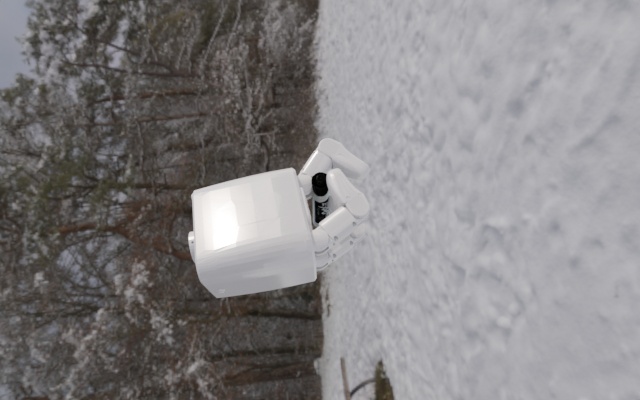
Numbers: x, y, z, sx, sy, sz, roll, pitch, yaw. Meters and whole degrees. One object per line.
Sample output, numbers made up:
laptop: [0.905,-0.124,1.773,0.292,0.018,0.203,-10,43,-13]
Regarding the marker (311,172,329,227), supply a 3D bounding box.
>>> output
marker: [0.000,0.002,0.523,0.020,0.020,0.121,0,-23,0]
